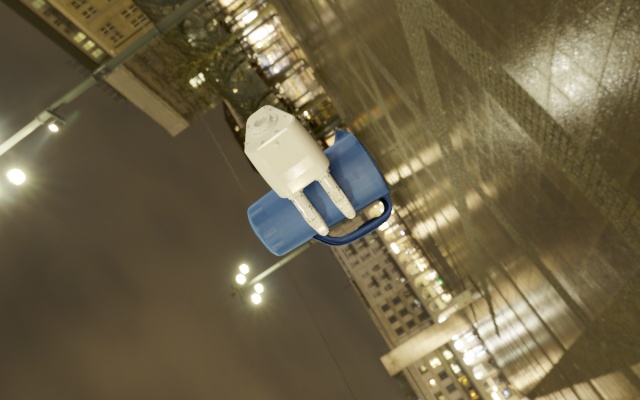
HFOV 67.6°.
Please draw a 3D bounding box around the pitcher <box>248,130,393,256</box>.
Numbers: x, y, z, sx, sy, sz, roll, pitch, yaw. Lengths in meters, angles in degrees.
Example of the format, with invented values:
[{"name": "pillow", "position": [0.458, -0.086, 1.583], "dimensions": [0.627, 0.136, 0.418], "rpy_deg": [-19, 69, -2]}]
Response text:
[{"name": "pitcher", "position": [0.000, 0.003, 0.859], "dimensions": [0.243, 0.145, 0.149], "rpy_deg": [-34, 39, 5]}]
